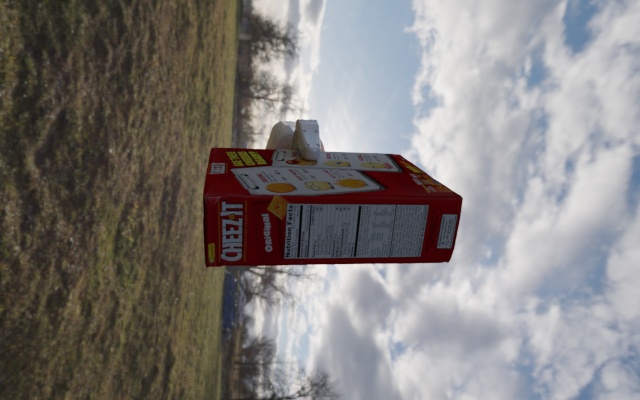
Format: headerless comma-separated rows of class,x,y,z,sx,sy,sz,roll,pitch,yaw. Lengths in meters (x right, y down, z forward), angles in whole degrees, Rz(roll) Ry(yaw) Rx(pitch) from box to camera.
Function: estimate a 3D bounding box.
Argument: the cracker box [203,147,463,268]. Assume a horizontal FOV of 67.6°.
cracker box,0.000,0.001,0.461,0.214,0.072,0.164,0,19,-11
